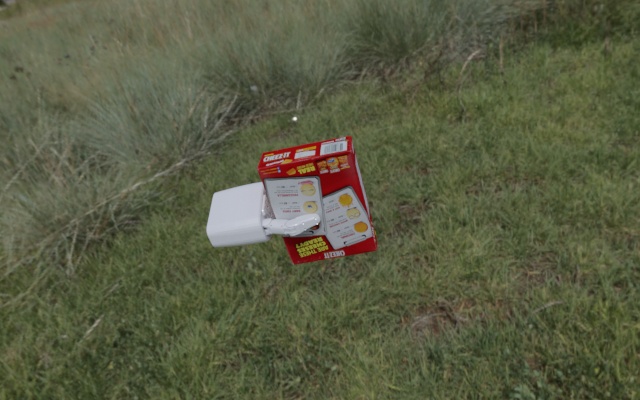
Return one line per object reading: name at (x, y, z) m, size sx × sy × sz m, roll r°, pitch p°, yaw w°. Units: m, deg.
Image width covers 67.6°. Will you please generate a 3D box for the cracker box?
cracker box at (0.000, 0.003, 0.855) m, size 0.164 × 0.214 × 0.072 m, roll -11°, pitch 32°, yaw 11°
